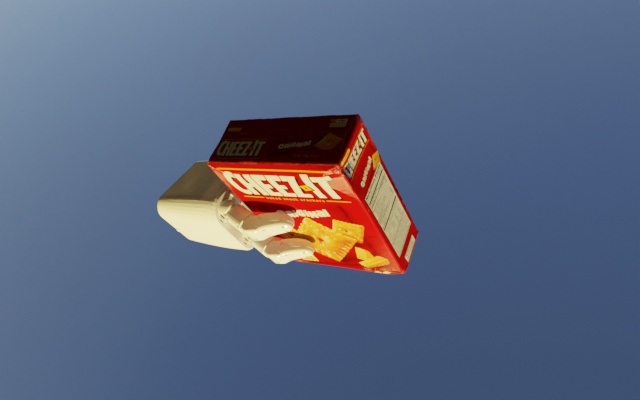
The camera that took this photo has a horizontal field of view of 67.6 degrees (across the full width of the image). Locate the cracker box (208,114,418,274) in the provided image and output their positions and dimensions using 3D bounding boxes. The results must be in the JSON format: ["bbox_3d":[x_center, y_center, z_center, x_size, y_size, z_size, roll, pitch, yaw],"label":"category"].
[{"bbox_3d":[0.000,0.002,0.547,0.164,0.072,0.214,3,-33,31],"label":"cracker box"}]
